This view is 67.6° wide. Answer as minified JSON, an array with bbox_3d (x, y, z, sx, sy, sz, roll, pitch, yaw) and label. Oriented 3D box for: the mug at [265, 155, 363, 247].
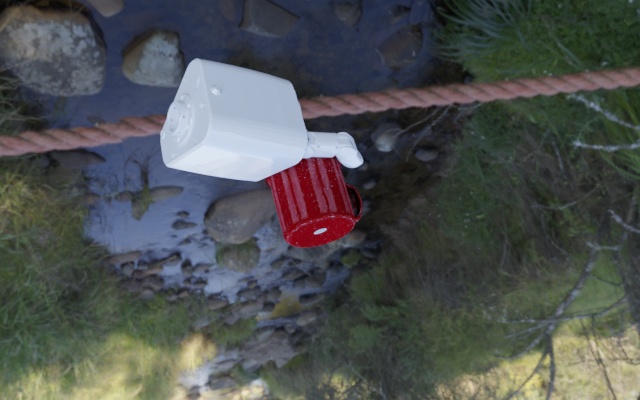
[{"bbox_3d":[0.001,0.002,0.544,0.117,0.081,0.093,6,-33,-38],"label":"mug"}]
